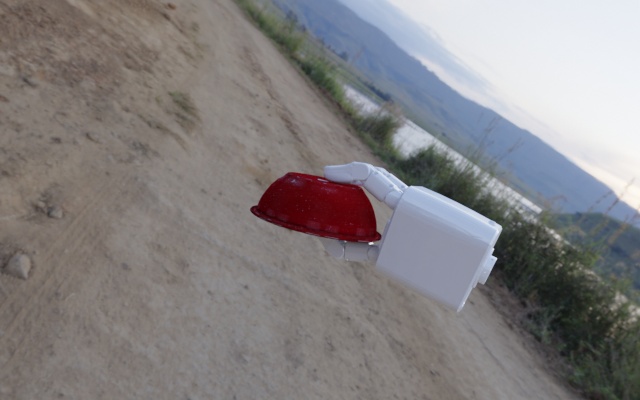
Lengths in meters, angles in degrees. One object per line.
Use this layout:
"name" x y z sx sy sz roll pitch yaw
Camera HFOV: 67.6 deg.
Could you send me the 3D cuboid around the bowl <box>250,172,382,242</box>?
"bowl" -0.001 0.001 0.573 0.162 0.055 0.162 12 6 -1
